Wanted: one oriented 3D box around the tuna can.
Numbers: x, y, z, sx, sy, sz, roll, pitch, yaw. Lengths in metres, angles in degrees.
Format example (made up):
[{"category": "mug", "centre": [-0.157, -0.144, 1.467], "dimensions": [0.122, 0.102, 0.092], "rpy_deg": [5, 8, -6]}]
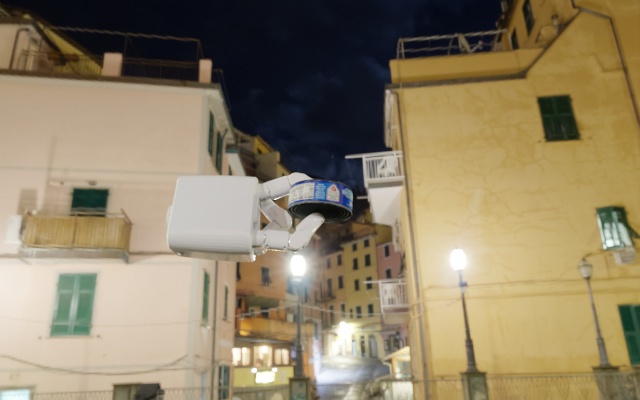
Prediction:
[{"category": "tuna can", "centre": [0.000, 0.002, 0.632], "dimensions": [0.086, 0.033, 0.086], "rpy_deg": [4, -20, 1]}]
